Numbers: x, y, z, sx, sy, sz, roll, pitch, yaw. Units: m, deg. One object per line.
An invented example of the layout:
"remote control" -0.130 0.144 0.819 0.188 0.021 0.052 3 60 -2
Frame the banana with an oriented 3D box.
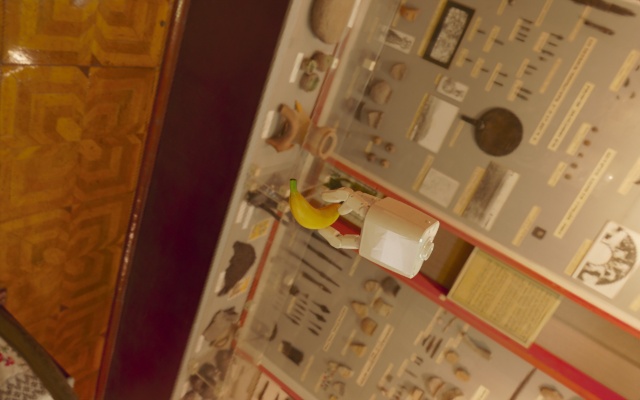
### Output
"banana" -0.008 0.019 0.871 0.037 0.069 0.198 19 -5 27
